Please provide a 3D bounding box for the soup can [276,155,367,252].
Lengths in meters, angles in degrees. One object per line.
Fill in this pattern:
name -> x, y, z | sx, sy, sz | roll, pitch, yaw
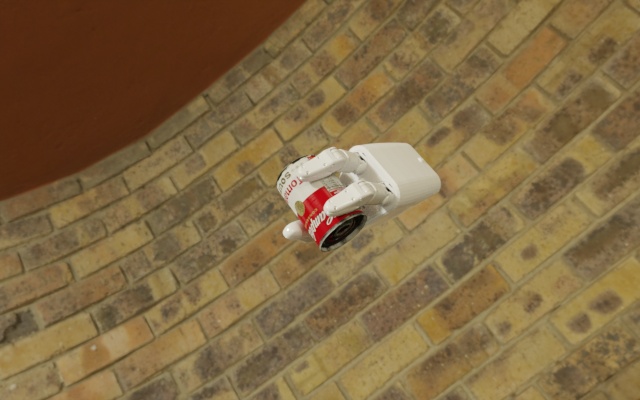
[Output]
soup can -> 0.000, 0.002, 0.580 | 0.068, 0.102, 0.068 | -30, -24, -15
